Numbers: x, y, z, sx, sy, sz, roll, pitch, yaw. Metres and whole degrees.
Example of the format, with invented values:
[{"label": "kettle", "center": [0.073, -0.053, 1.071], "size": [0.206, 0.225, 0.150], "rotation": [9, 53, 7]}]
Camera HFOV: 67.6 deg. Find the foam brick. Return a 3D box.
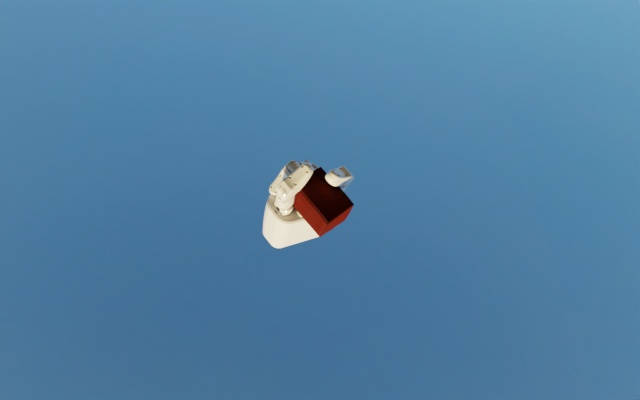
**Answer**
[{"label": "foam brick", "center": [0.000, 0.002, 0.685], "size": [0.053, 0.078, 0.051], "rotation": [-32, -17, -27]}]
